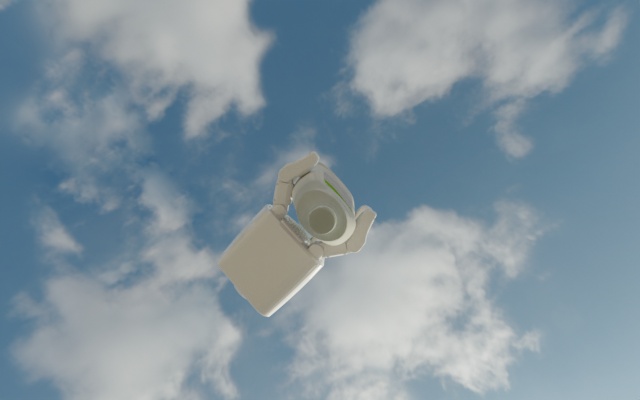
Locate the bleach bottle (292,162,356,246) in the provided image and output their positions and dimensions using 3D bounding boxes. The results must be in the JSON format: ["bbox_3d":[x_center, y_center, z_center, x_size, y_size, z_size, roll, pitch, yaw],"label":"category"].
[{"bbox_3d":[0.000,0.002,0.630,0.068,0.102,0.251,-45,3,6],"label":"bleach bottle"}]
